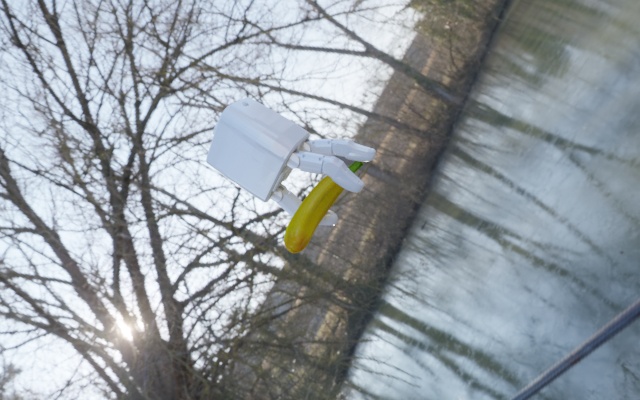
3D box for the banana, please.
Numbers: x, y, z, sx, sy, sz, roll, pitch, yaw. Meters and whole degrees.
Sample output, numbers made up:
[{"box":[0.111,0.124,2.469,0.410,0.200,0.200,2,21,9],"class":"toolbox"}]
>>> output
[{"box":[-0.007,0.010,0.634,0.070,0.037,0.197,-50,3,47],"class":"banana"}]
